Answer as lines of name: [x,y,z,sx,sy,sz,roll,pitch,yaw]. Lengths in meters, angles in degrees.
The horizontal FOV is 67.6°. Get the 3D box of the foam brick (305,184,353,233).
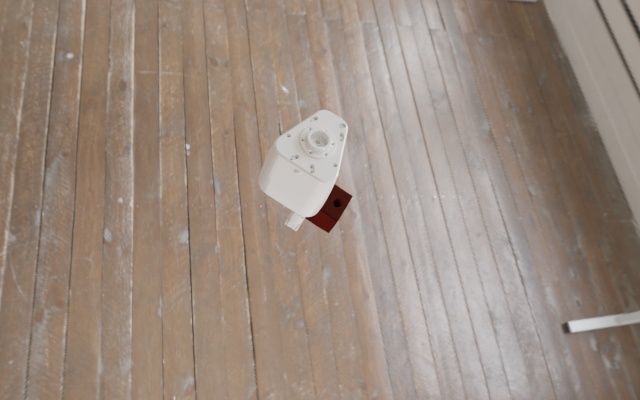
foam brick: [0.000,0.003,0.734,0.078,0.053,0.051,33,-30,0]
